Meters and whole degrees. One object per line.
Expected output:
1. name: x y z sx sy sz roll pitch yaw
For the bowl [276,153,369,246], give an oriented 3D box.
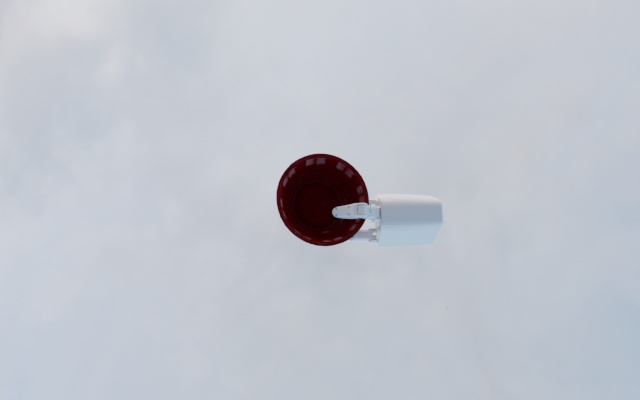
1. bowl: -0.001 0.002 0.832 0.162 0.162 0.055 0 -13 -12
